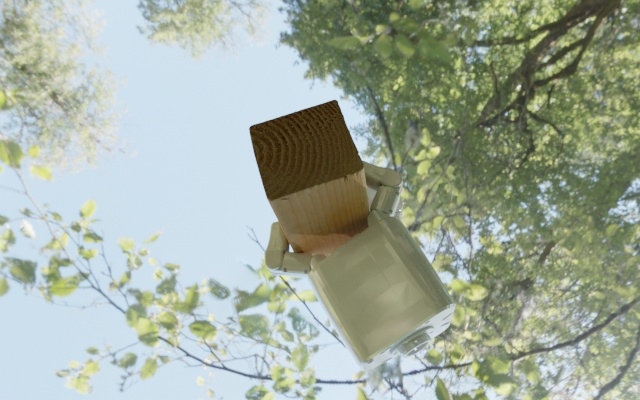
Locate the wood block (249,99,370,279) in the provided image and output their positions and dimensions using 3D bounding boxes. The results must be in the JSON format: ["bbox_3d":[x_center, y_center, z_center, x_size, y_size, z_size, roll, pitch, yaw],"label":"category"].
[{"bbox_3d":[0.000,0.002,0.518,0.091,0.090,0.206,-18,-31,-1],"label":"wood block"}]
